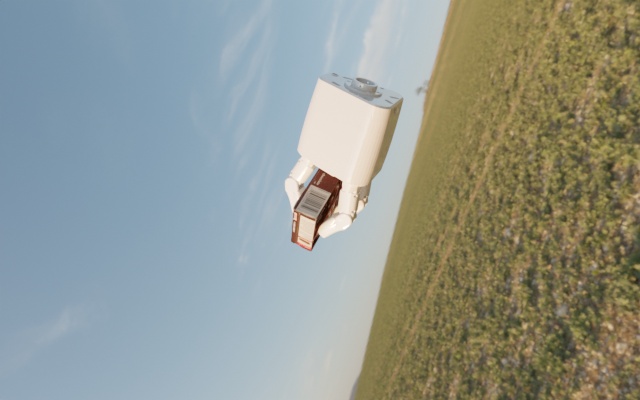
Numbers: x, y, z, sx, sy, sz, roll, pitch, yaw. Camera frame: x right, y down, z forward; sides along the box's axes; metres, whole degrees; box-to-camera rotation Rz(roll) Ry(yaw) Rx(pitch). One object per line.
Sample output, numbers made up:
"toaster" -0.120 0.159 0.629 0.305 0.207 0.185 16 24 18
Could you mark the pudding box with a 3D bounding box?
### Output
"pudding box" 0.000 0.002 0.674 0.039 0.113 0.090 26 -32 12
